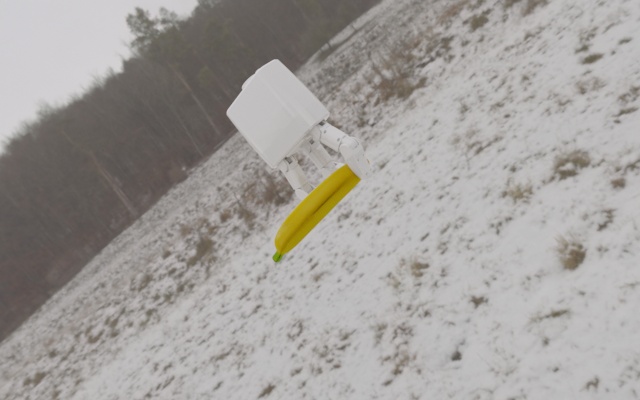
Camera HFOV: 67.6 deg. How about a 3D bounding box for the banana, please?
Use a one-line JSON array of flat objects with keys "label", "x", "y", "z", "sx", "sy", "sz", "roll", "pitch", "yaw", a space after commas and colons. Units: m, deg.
[{"label": "banana", "x": 0.001, "y": 0.002, "z": 0.647, "sx": 0.198, "sy": 0.037, "sz": 0.069, "roll": -45, "pitch": 0, "yaw": -11}]
